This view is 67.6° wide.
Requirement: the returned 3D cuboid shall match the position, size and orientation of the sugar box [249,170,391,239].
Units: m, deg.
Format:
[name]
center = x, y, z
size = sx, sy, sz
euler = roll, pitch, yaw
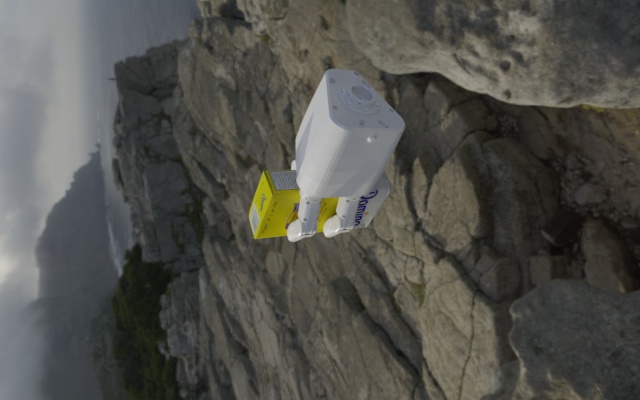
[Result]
[sugar box]
center = 0.000, 0.002, 0.635
size = 0.176, 0.048, 0.093
euler = -2, -38, -26
